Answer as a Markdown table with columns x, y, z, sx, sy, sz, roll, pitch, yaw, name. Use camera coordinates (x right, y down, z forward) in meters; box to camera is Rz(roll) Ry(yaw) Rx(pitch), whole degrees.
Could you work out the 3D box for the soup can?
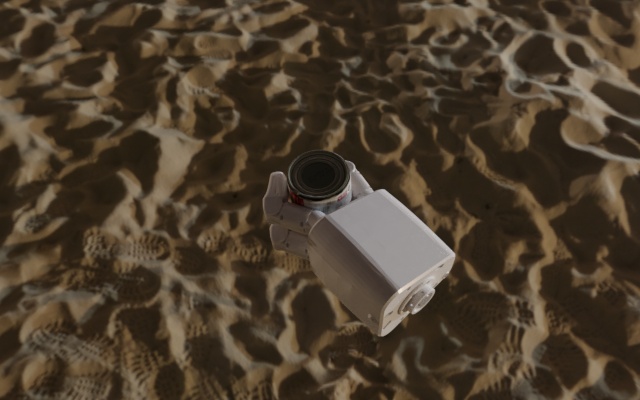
| x | y | z | sx | sy | sz | roll | pitch | yaw | name |
| --- | --- | --- | --- | --- | --- | --- | --- | --- | --- |
| 0.000 | 0.001 | 0.531 | 0.068 | 0.068 | 0.102 | 0 | -36 | 4 | soup can |
